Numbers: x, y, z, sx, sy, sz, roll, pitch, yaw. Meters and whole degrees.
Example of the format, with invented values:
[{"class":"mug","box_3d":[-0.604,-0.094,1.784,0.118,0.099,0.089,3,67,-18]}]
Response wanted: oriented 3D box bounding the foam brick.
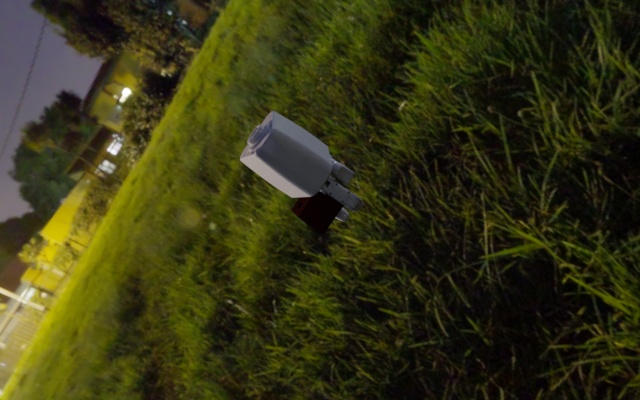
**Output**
[{"class":"foam brick","box_3d":[0.000,0.003,0.740,0.051,0.078,0.053,34,3,-21]}]
